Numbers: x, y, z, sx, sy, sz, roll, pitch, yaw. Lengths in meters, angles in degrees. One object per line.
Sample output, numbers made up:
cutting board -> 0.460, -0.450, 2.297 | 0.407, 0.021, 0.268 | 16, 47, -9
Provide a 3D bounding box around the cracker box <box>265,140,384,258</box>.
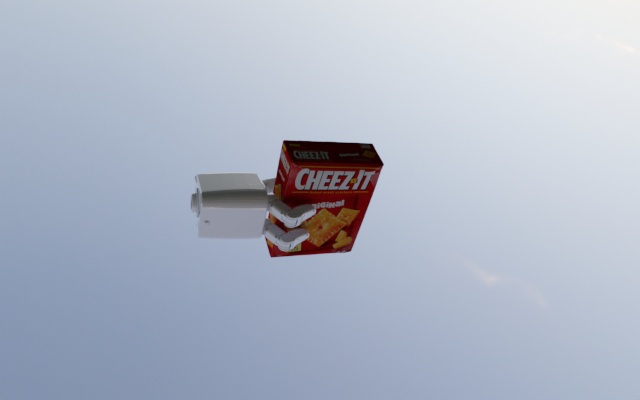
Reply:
cracker box -> 0.000, 0.003, 0.840 | 0.164, 0.214, 0.072 | -1, 41, -21
